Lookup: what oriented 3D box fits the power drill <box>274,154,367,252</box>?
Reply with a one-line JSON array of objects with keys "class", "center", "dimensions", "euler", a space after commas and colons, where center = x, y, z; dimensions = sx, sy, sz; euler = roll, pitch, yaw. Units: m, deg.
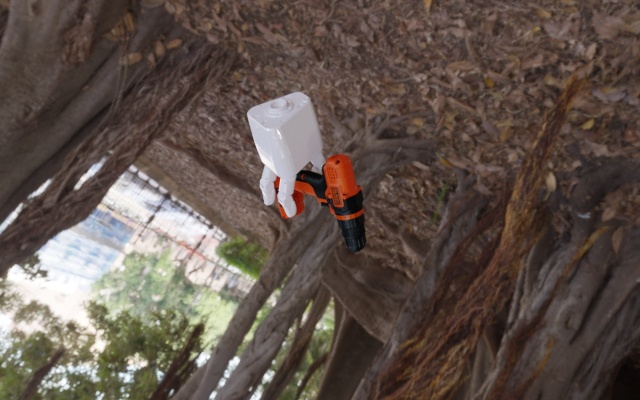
[{"class": "power drill", "center": [0.000, 0.003, 0.899], "dimensions": [0.187, 0.184, 0.057], "euler": [4, 24, 42]}]
